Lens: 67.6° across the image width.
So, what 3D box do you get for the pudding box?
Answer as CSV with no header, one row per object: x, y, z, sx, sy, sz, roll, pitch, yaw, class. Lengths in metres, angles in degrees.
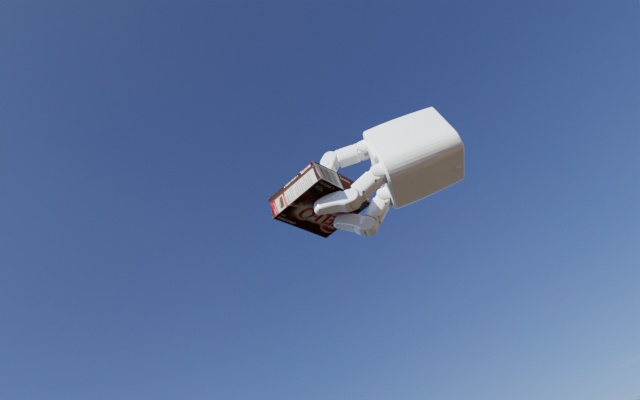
0.000,0.002,0.651,0.090,0.039,0.113,-40,-42,24,pudding box
